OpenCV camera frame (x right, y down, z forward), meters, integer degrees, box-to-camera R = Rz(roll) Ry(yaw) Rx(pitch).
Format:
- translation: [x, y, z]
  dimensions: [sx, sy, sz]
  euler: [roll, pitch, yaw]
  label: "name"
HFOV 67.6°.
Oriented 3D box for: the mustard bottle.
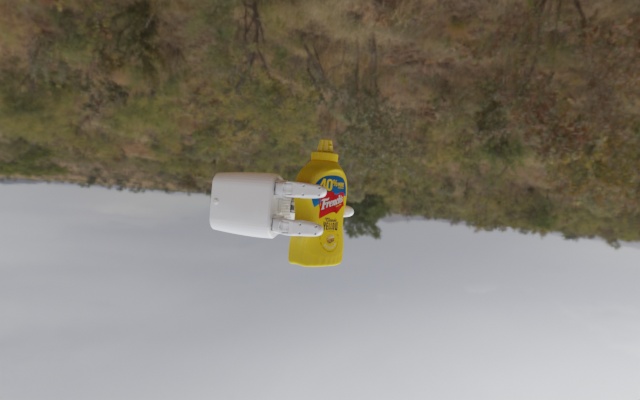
- translation: [0.000, 0.003, 0.731]
  dimensions: [0.058, 0.191, 0.096]
  euler: [5, 1, 43]
  label: "mustard bottle"
